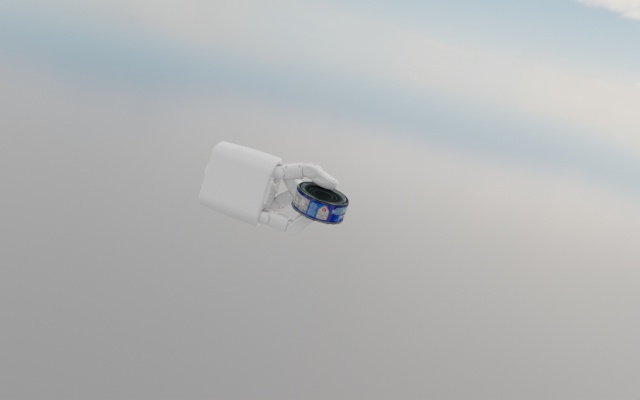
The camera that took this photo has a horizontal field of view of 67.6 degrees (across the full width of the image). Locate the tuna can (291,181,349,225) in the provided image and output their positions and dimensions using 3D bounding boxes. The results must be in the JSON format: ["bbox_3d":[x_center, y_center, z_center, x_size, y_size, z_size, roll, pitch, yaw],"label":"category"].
[{"bbox_3d":[0.000,0.002,0.741,0.086,0.034,0.086,17,19,-6],"label":"tuna can"}]
